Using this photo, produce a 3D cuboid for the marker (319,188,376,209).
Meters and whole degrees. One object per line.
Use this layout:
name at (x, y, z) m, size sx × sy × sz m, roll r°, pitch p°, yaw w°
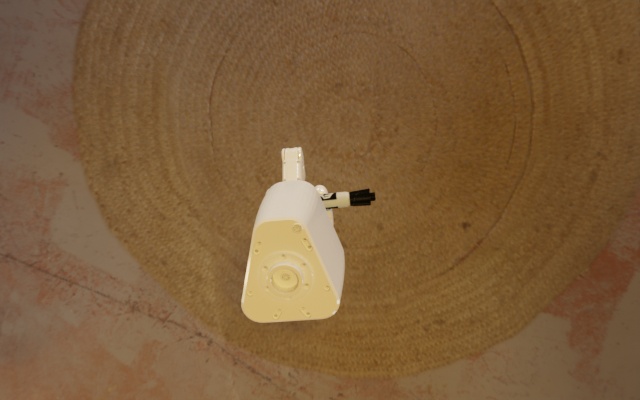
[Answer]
marker at (0.000, 0.002, 0.527) m, size 0.121 × 0.020 × 0.020 m, roll -6°, pitch -1°, yaw 5°
